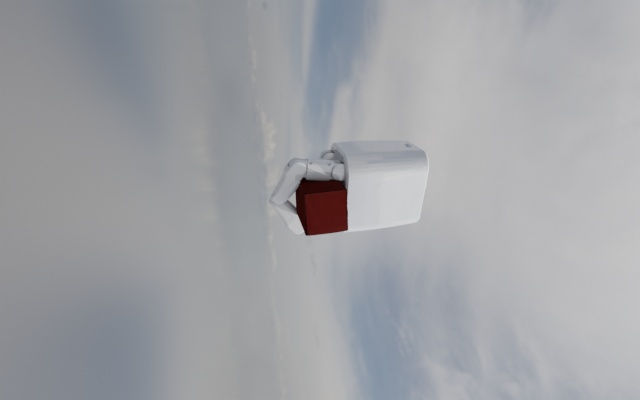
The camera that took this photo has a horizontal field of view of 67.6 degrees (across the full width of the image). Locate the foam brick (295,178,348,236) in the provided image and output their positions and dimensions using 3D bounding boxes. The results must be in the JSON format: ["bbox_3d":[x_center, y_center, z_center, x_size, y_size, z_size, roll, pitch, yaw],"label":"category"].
[{"bbox_3d":[0.000,0.002,0.573,0.051,0.053,0.078,-5,20,-9],"label":"foam brick"}]
